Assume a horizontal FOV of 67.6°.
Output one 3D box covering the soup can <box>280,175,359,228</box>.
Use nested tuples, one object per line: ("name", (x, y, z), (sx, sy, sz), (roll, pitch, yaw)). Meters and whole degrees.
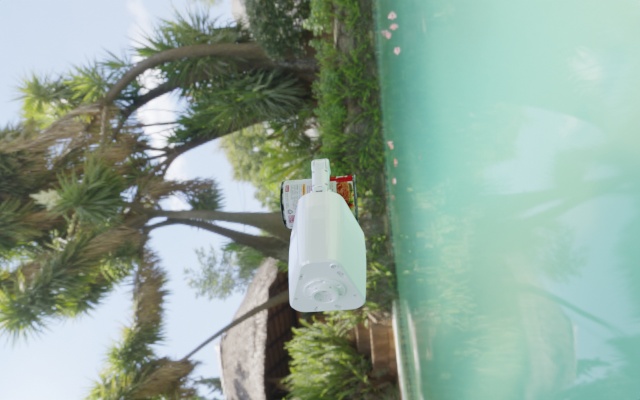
("soup can", (0.000, 0.002, 0.660), (0.102, 0.068, 0.068), (-5, -1, 5))
